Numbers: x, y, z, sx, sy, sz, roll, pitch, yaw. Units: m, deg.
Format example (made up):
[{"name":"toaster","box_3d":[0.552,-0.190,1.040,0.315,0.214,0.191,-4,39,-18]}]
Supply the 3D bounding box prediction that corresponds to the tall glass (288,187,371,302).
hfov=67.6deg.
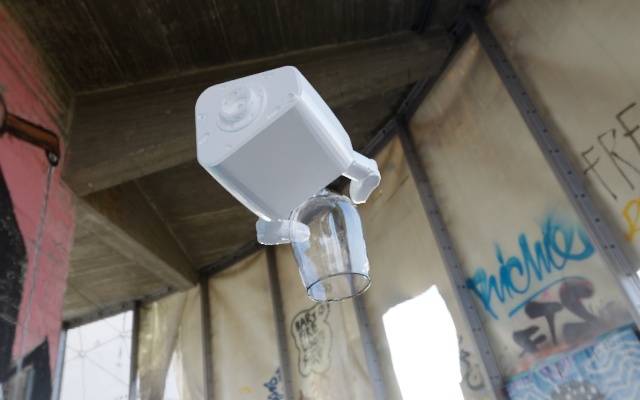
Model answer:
[{"name":"tall glass","box_3d":[0.000,0.001,0.504,0.079,0.201,0.079,-8,-33,-6]}]
